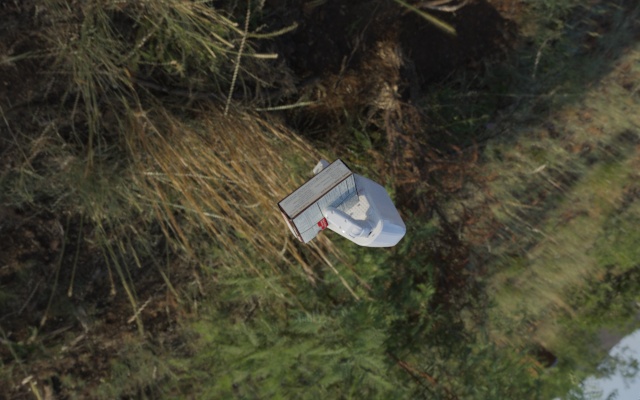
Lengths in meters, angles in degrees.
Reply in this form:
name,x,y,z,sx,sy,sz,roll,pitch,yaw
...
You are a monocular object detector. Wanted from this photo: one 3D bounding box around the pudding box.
name,x,y,z,sx,sy,sz,roll,pitch,yaw
pudding box,0.000,0.002,0.686,0.113,0.039,0.090,-39,-28,-10
